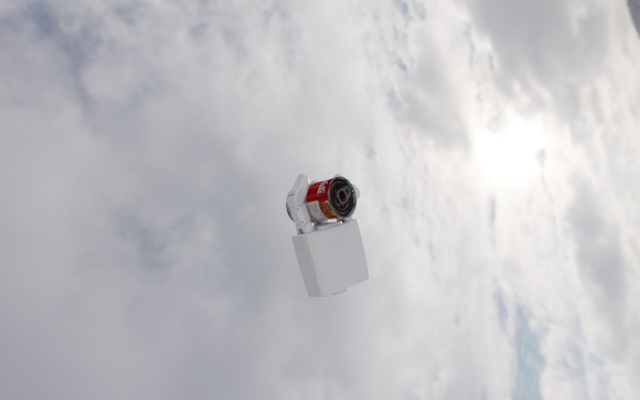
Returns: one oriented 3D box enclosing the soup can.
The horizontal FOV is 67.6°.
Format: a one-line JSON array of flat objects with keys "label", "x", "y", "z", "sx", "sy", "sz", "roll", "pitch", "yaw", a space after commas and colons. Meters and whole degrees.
[{"label": "soup can", "x": 0.000, "y": 0.002, "z": 0.797, "sx": 0.102, "sy": 0.068, "sz": 0.068, "roll": -12, "pitch": -9, "yaw": 42}]
